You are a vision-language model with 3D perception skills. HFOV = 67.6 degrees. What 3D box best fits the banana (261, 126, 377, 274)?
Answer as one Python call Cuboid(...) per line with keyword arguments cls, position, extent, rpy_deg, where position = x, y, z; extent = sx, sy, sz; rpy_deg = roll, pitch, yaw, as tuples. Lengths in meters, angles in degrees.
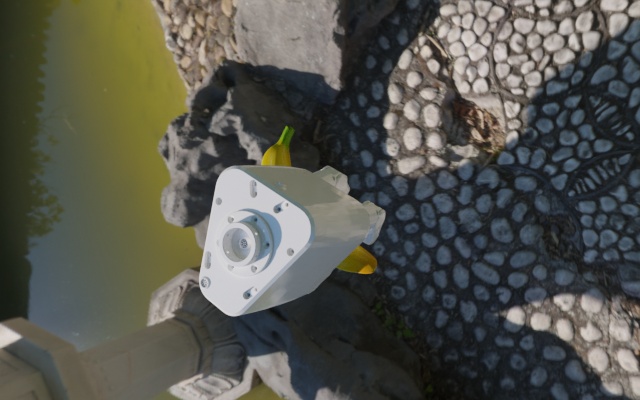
Cuboid(cls="banana", position=(-0.016, 0.010, 0.532), extent=(0.069, 0.197, 0.037), rpy_deg=(-38, -17, 18))
